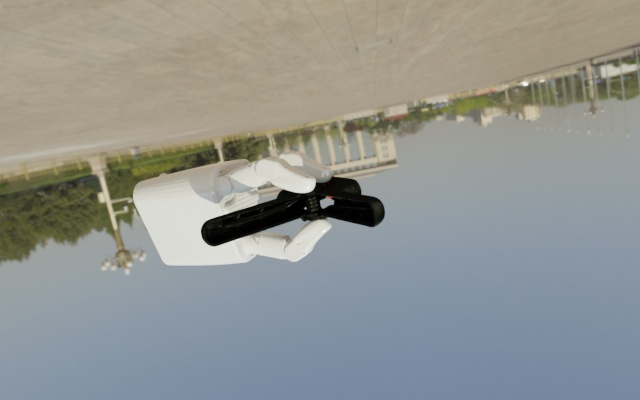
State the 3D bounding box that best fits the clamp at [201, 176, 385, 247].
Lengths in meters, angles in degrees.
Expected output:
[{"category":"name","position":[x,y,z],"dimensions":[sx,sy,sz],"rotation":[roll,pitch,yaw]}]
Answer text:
[{"category":"clamp","position":[0.000,0.002,0.490],"dimensions":[0.164,0.036,0.210],"rotation":[-6,10,20]}]
